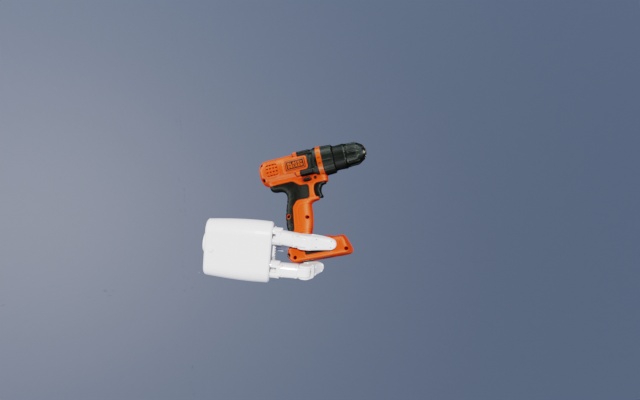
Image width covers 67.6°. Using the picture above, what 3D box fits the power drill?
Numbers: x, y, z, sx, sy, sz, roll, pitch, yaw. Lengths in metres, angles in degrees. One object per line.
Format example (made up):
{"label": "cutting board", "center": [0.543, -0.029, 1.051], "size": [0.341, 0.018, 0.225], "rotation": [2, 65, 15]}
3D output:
{"label": "power drill", "center": [0.000, 0.003, 0.795], "size": [0.184, 0.187, 0.057], "rotation": [-13, -13, 9]}
